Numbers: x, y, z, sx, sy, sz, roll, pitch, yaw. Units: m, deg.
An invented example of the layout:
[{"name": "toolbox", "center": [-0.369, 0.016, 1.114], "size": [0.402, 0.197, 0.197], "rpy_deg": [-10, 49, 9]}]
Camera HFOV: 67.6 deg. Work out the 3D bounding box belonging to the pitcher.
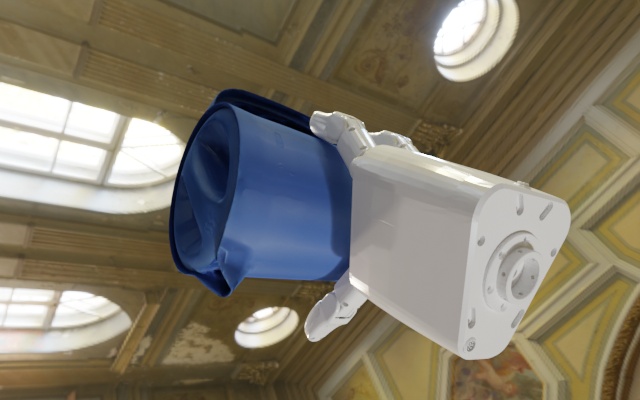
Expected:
[{"name": "pitcher", "center": [0.000, 0.002, 0.429], "size": [0.243, 0.149, 0.145], "rpy_deg": [13, 9, -34]}]
